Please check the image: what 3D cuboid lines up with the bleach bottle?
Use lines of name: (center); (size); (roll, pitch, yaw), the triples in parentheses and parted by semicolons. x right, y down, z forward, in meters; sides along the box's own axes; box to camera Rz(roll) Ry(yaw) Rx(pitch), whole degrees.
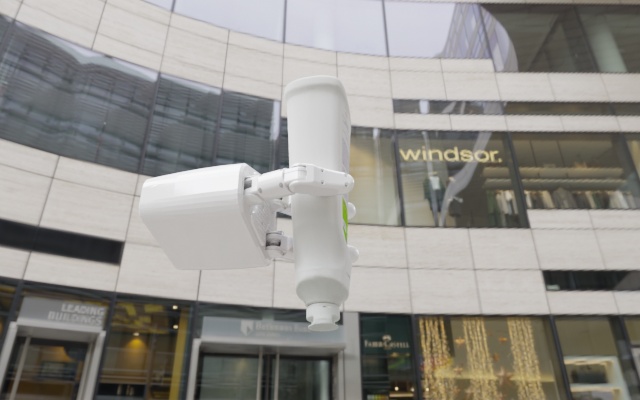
bleach bottle: (0.000, 0.002, 0.486); (0.068, 0.250, 0.103); (-6, -29, 11)
